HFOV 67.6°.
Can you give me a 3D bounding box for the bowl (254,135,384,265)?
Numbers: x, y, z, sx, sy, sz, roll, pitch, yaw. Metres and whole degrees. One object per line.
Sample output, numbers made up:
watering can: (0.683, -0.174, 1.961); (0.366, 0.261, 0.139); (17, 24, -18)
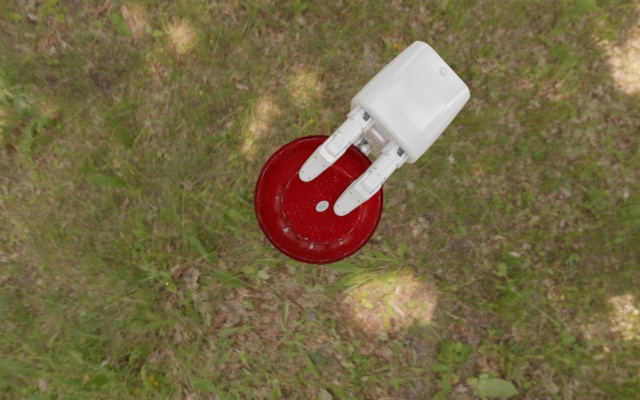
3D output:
bowl: (-0.001, 0.003, 0.566); (0.162, 0.162, 0.055); (0, 5, -4)
